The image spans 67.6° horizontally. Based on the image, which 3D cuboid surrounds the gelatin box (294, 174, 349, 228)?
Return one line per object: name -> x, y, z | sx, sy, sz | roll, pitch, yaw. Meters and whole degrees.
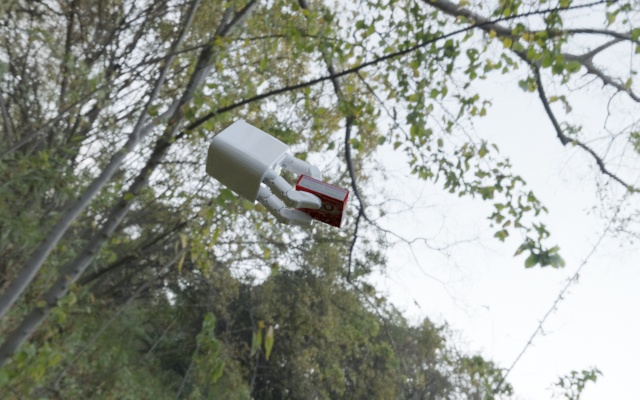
gelatin box -> 0.001, 0.002, 0.808 | 0.089, 0.030, 0.073 | 20, -39, 11
